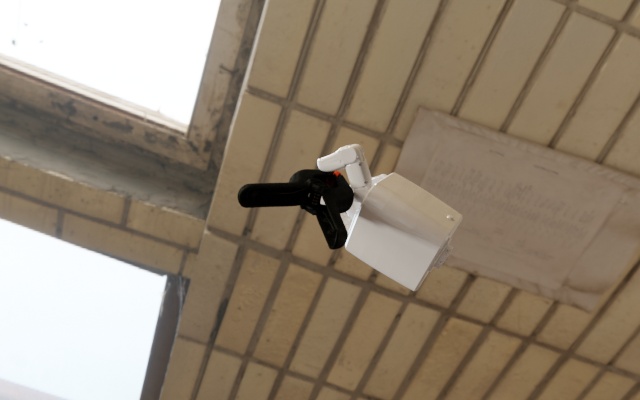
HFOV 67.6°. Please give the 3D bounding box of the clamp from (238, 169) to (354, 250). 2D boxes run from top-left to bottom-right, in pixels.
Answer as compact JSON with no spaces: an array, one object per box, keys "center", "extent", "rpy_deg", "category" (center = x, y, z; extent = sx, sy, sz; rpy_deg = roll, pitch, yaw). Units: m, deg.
[{"center":[0.000,0.002,0.536],"extent":[0.120,0.039,0.171],"rpy_deg":[34,28,16],"category":"clamp"}]
